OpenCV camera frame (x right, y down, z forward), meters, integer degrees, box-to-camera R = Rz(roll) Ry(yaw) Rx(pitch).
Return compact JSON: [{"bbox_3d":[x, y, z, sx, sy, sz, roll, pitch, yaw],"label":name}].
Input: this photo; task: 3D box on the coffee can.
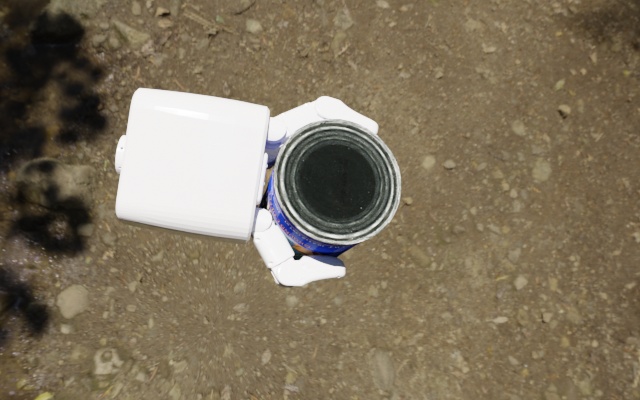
[{"bbox_3d":[0.000,0.002,0.434,0.103,0.102,0.140,0,-15,-12],"label":"coffee can"}]
